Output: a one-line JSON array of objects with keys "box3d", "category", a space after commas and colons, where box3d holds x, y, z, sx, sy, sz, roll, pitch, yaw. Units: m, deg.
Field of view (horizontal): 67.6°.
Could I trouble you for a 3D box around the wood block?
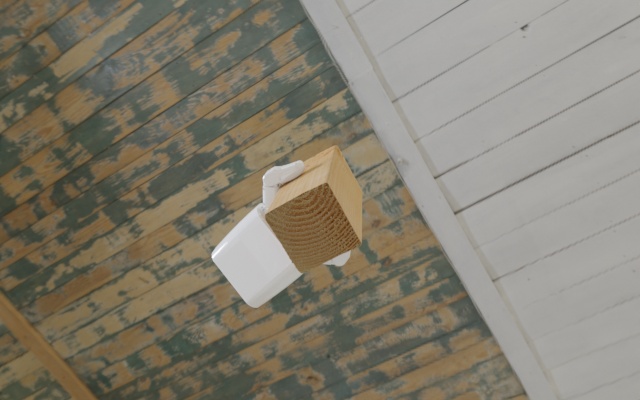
[{"box3d": [0.000, 0.002, 0.661, 0.090, 0.091, 0.206, -27, 14, 13], "category": "wood block"}]
